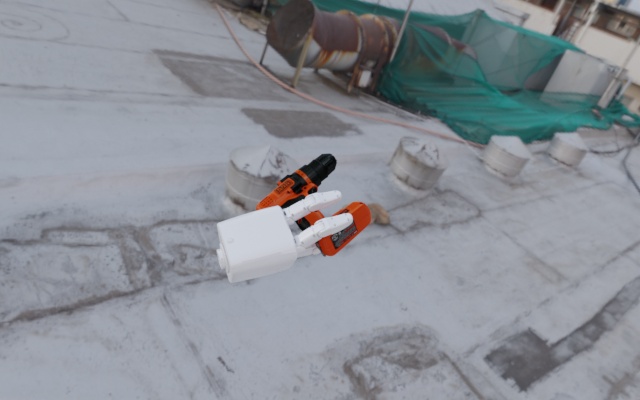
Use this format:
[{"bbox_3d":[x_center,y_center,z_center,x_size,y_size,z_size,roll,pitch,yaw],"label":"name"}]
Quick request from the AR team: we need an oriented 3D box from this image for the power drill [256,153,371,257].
[{"bbox_3d":[0.000,0.003,0.844,0.184,0.057,0.187,-41,44,-15],"label":"power drill"}]
